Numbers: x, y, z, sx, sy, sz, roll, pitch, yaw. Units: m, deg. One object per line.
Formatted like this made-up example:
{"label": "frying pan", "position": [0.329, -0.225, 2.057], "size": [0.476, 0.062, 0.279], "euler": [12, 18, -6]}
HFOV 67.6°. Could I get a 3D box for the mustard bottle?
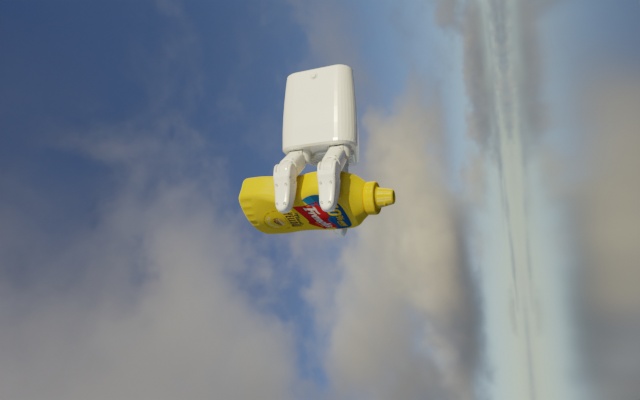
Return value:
{"label": "mustard bottle", "position": [0.000, 0.002, 0.609], "size": [0.191, 0.058, 0.096], "euler": [-5, -37, 22]}
